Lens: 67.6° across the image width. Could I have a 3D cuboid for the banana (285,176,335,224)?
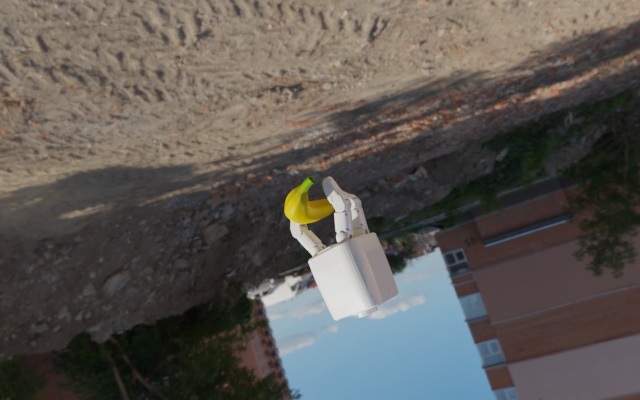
[{"bbox_3d":[-0.017,0.011,0.751,0.069,0.037,0.198,-28,-13,5],"label":"banana"}]
